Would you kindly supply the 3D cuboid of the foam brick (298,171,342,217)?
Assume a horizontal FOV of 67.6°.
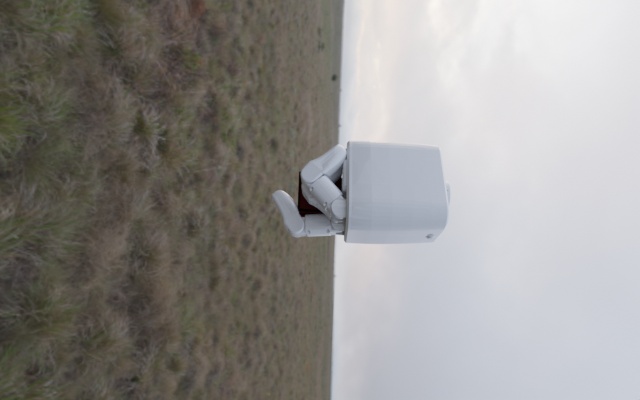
[{"bbox_3d":[0.000,0.002,0.592,0.051,0.053,0.078,1,-19,1],"label":"foam brick"}]
